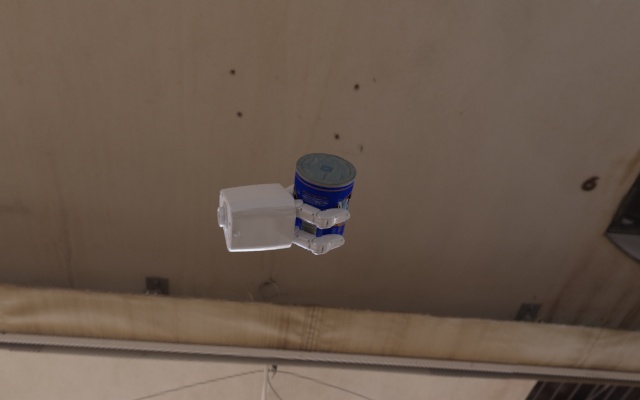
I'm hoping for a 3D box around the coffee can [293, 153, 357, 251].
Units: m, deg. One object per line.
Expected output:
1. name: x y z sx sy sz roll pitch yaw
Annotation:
1. coffee can: 0.000 0.003 0.834 0.103 0.140 0.102 7 33 -4
